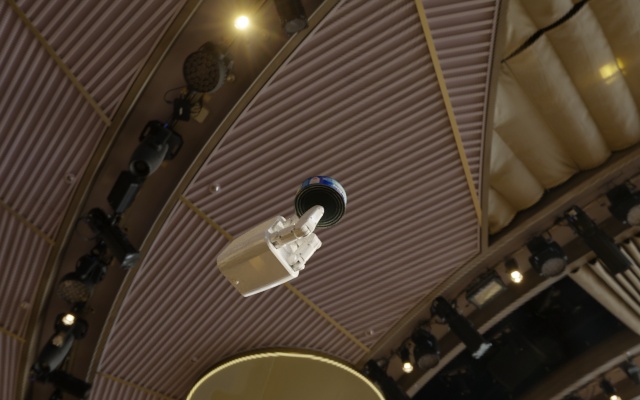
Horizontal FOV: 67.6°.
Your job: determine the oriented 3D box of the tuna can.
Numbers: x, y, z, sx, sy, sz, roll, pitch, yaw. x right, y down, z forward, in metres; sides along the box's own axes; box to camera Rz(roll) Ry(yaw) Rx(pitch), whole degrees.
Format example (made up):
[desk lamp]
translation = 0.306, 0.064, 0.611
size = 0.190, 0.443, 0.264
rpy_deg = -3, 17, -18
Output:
[tuna can]
translation = 0.000, 0.002, 0.792
size = 0.086, 0.086, 0.033
rpy_deg = 0, 31, 7
